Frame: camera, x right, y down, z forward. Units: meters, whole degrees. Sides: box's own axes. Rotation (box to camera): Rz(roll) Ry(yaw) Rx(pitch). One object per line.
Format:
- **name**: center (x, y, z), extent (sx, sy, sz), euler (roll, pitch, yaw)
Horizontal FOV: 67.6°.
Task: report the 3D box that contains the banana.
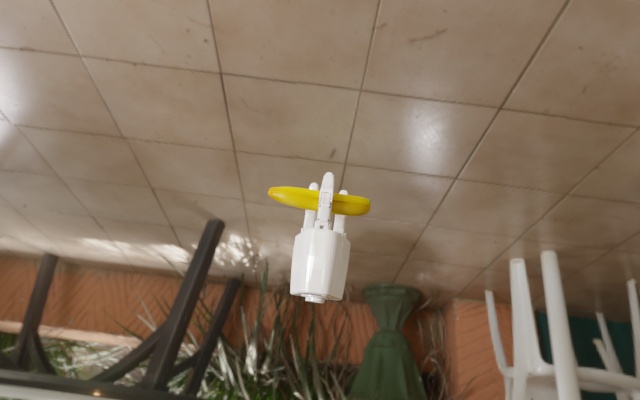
- **banana**: center (0.010, 0.003, 0.834), extent (0.198, 0.037, 0.069), euler (8, -2, -20)
